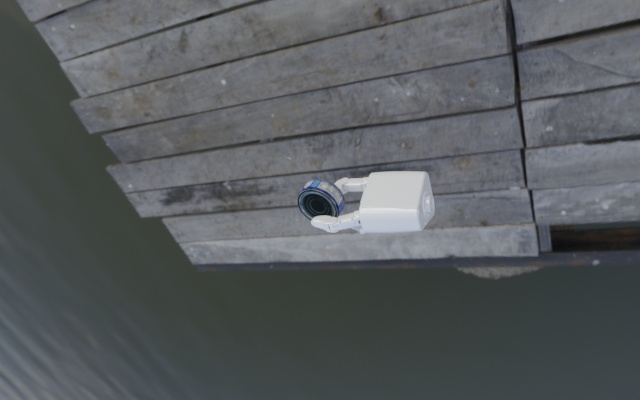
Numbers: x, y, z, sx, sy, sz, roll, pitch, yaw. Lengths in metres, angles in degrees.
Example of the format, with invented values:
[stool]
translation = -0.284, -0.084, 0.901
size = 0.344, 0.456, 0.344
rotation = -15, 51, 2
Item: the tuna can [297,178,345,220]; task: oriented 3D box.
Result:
[tuna can]
translation = 0.000, 0.003, 0.887
size = 0.086, 0.086, 0.033
rotation = 0, 37, 30
